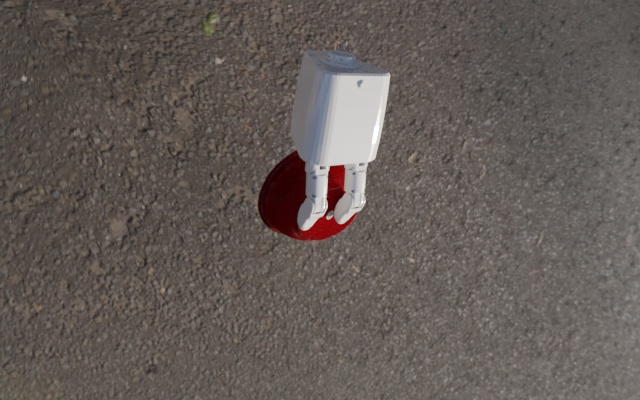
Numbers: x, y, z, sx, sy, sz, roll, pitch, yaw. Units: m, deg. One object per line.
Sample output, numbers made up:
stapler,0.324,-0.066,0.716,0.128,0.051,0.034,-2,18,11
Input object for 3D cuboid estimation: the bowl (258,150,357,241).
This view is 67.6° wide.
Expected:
bowl,0.000,0.003,0.646,0.162,0.162,0.055,0,38,-34
